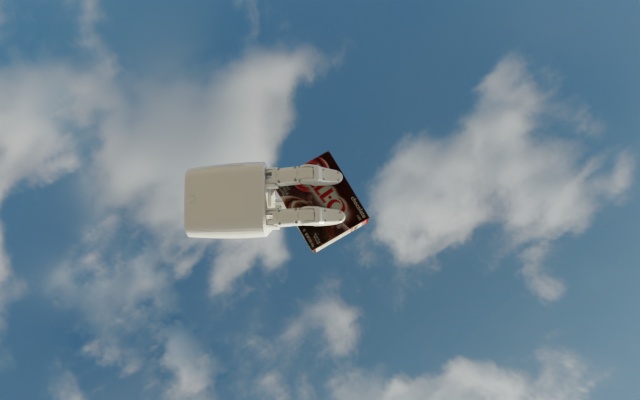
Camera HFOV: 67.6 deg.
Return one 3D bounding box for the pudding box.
[{"bbox_3d":[0.000,0.002,0.653,0.090,0.113,0.039,-30,-10,-5],"label":"pudding box"}]
